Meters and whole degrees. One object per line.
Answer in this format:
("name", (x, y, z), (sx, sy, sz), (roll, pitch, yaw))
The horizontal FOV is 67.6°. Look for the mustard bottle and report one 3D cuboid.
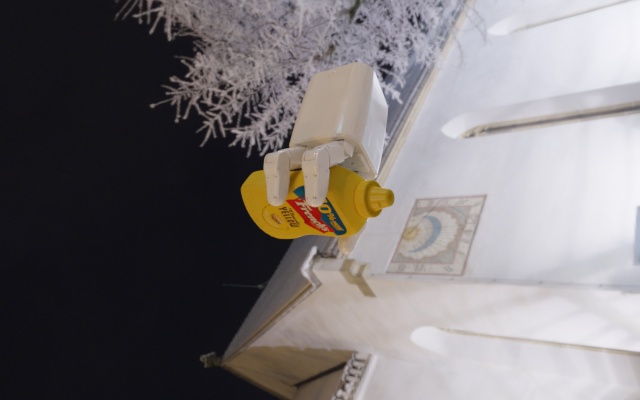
("mustard bottle", (0.000, 0.002, 0.560), (0.191, 0.096, 0.058), (-4, 39, 39))
